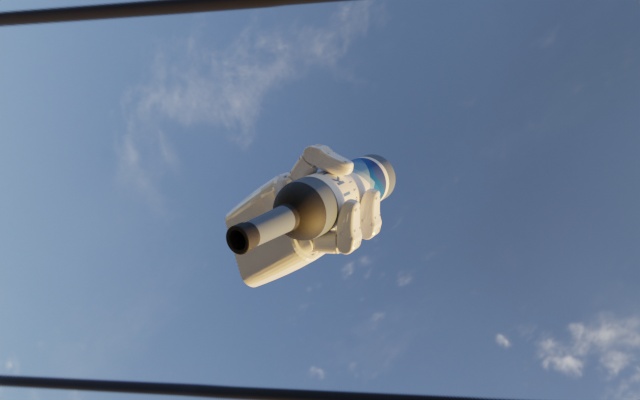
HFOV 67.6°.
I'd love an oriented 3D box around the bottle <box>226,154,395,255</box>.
[{"bbox_3d":[0.000,0.002,0.546,0.069,0.069,0.295,0,13,31],"label":"bottle"}]
